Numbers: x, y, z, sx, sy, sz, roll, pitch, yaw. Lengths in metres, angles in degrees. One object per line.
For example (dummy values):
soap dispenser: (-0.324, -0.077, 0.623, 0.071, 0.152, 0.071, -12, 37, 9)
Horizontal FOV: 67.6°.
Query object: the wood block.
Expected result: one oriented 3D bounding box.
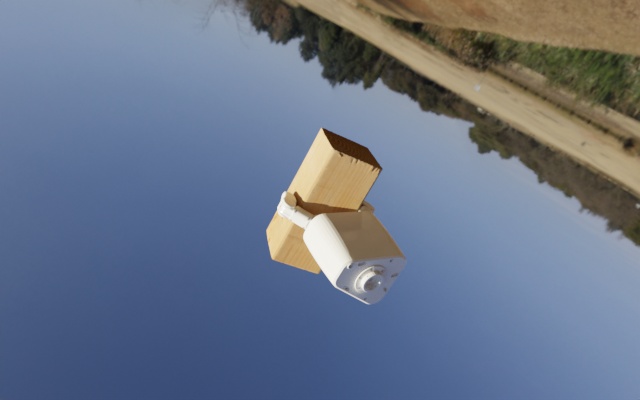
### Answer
wood block: (0.000, 0.003, 0.766, 0.091, 0.206, 0.090, 21, 23, -22)
